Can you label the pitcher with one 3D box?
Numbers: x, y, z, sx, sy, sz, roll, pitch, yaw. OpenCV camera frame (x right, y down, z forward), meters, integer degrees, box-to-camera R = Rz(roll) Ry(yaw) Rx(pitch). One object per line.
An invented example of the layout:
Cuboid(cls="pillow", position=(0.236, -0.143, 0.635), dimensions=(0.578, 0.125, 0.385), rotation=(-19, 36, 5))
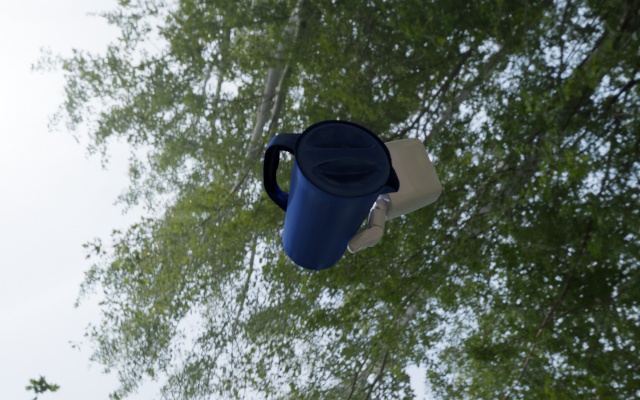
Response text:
Cuboid(cls="pitcher", position=(0.000, 0.002, 0.718), dimensions=(0.145, 0.149, 0.243), rotation=(-18, -28, -24))
